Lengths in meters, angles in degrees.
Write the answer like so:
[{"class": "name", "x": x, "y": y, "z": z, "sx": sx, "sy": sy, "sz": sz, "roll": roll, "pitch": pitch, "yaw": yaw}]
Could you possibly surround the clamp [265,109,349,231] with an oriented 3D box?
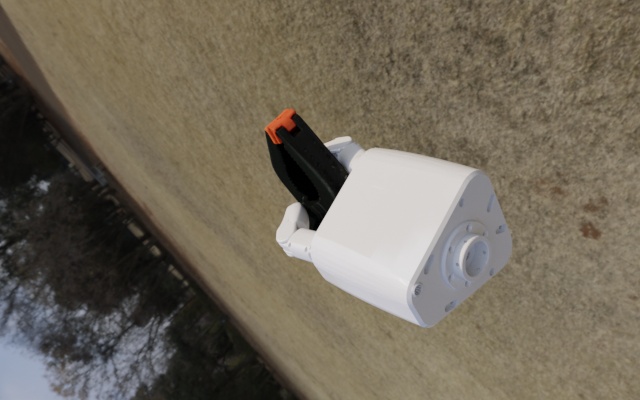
[{"class": "clamp", "x": -0.001, "y": 0.002, "z": 0.471, "sx": 0.036, "sy": 0.210, "sz": 0.164, "roll": -46, "pitch": 34, "yaw": -20}]
